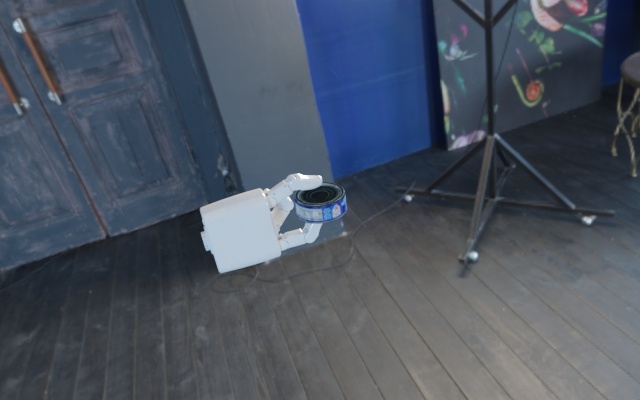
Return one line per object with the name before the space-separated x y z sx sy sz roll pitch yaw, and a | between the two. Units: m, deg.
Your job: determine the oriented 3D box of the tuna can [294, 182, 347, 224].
tuna can | 0.000 0.002 0.791 0.086 0.034 0.086 -5 28 3
